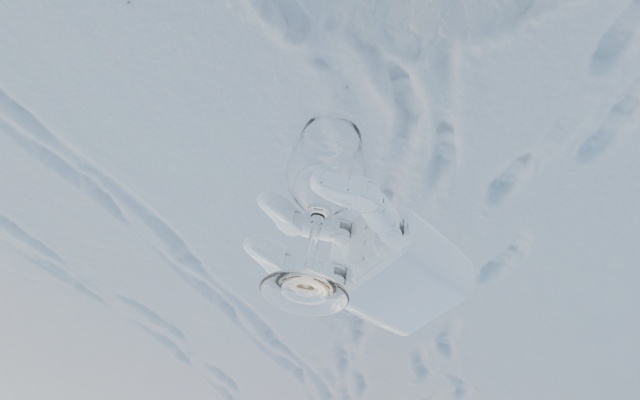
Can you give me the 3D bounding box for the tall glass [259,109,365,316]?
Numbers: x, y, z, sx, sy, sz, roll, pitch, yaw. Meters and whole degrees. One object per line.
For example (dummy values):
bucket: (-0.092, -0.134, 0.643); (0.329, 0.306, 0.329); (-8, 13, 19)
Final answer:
tall glass: (0.000, 0.002, 0.451); (0.079, 0.201, 0.079); (6, -39, 5)
